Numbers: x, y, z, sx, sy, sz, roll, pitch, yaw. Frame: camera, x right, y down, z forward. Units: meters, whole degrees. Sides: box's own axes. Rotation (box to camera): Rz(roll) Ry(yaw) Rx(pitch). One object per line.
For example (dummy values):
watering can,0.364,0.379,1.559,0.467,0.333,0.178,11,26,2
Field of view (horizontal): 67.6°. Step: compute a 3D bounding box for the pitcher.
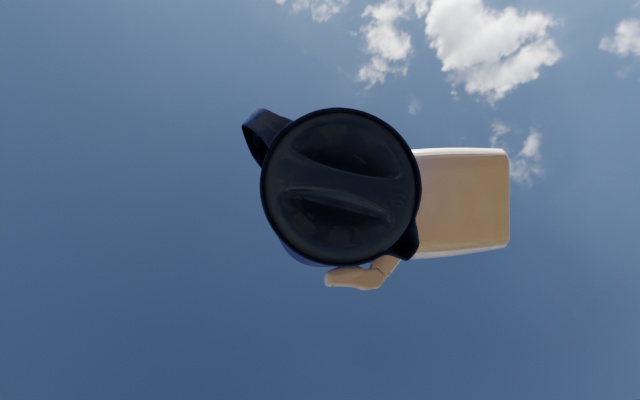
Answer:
pitcher,0.000,0.002,0.498,0.145,0.149,0.243,-5,-11,-6
